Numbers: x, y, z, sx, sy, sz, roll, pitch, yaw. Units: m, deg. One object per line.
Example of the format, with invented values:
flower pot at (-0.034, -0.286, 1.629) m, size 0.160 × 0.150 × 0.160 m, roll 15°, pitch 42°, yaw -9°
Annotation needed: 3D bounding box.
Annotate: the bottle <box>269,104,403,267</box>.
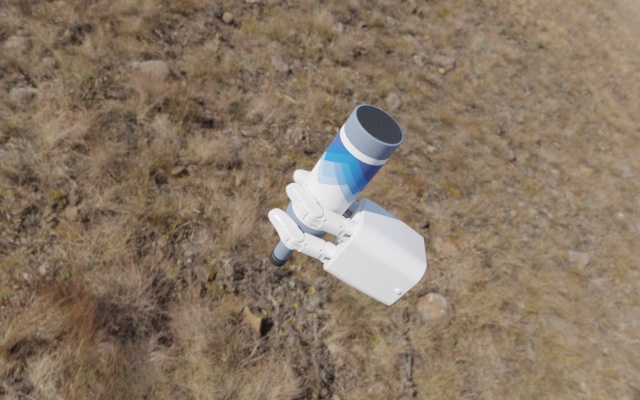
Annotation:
bottle at (0.000, 0.002, 0.641) m, size 0.069 × 0.069 × 0.296 m, roll 0°, pitch -37°, yaw -35°
